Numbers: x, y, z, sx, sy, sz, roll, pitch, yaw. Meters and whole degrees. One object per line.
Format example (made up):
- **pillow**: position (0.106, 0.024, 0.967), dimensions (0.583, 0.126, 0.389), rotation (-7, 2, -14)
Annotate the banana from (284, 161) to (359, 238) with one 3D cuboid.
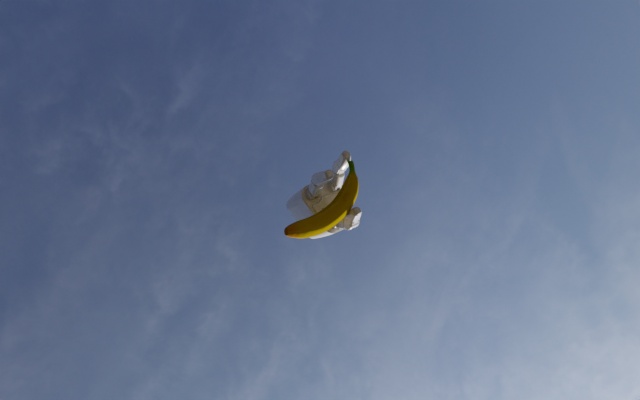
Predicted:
- **banana**: position (0.015, 0.014, 0.884), dimensions (0.197, 0.069, 0.037), rotation (-48, 11, -25)
